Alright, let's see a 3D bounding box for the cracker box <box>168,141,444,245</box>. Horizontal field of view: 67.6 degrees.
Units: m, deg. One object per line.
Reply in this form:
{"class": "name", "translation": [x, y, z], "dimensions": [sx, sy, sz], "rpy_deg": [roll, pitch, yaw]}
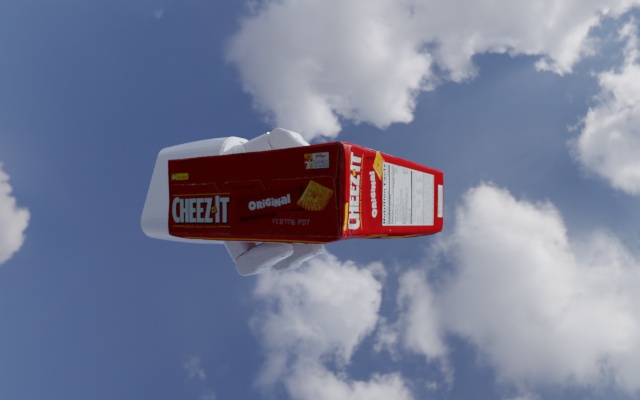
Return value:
{"class": "cracker box", "translation": [0.000, 0.001, 0.431], "dimensions": [0.164, 0.072, 0.214], "rpy_deg": [-2, -3, 31]}
